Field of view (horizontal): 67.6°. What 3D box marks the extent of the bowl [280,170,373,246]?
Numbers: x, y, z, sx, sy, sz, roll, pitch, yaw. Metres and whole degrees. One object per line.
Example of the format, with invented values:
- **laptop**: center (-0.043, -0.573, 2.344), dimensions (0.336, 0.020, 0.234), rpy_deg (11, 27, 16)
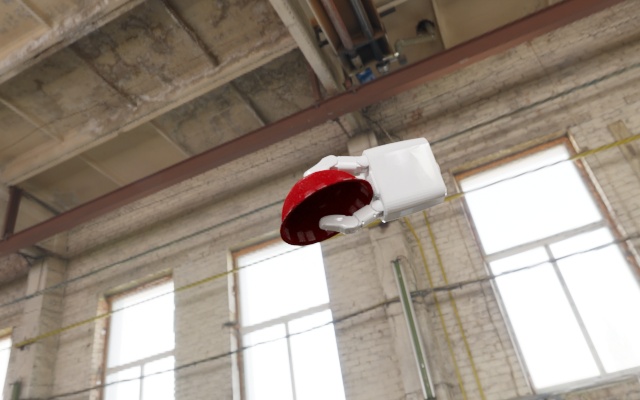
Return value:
- **bowl**: center (-0.001, 0.002, 0.749), dimensions (0.162, 0.055, 0.162), rpy_deg (-23, -30, -14)
